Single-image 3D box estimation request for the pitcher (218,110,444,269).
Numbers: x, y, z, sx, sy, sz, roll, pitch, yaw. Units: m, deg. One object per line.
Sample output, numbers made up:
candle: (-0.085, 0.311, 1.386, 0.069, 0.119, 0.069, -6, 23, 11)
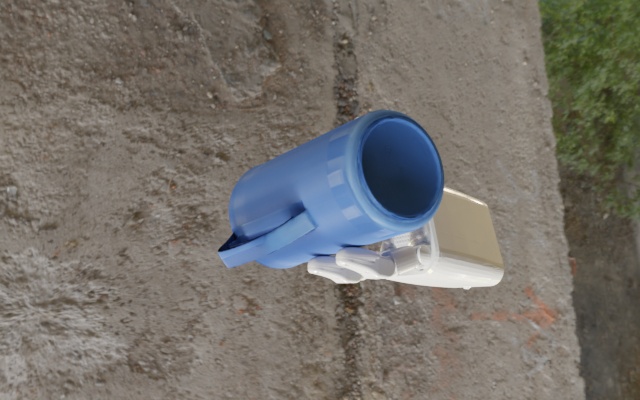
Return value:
pitcher: (0.000, 0.002, 0.493, 0.145, 0.149, 0.243, 17, -19, -27)
